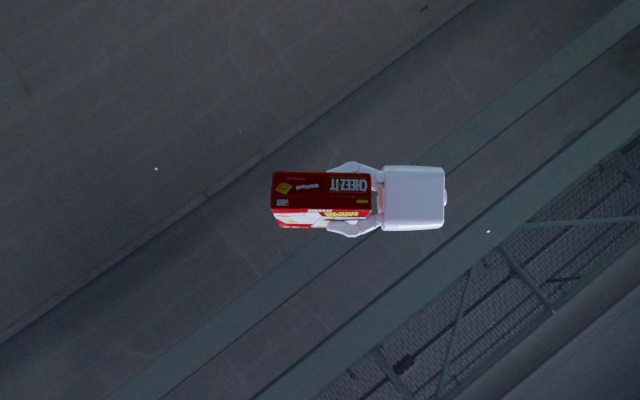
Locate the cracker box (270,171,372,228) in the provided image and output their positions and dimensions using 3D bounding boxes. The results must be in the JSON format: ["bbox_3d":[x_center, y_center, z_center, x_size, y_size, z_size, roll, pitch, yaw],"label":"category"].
[{"bbox_3d":[0.000,0.003,0.867,0.164,0.072,0.214,0,-11,-1],"label":"cracker box"}]
